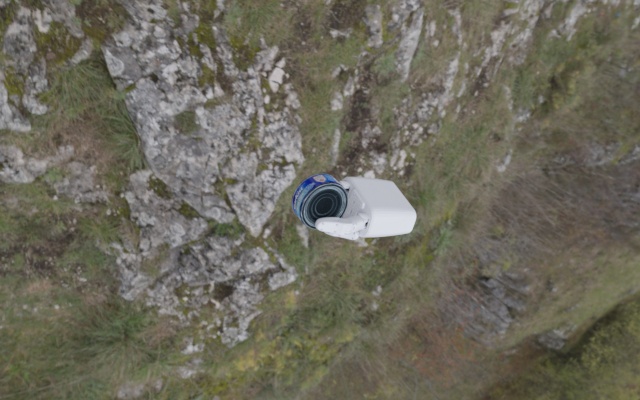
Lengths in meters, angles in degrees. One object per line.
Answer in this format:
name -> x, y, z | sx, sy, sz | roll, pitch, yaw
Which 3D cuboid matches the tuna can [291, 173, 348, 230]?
tuna can -> 0.000, 0.003, 0.751 | 0.086, 0.086, 0.033 | 0, 28, -31
